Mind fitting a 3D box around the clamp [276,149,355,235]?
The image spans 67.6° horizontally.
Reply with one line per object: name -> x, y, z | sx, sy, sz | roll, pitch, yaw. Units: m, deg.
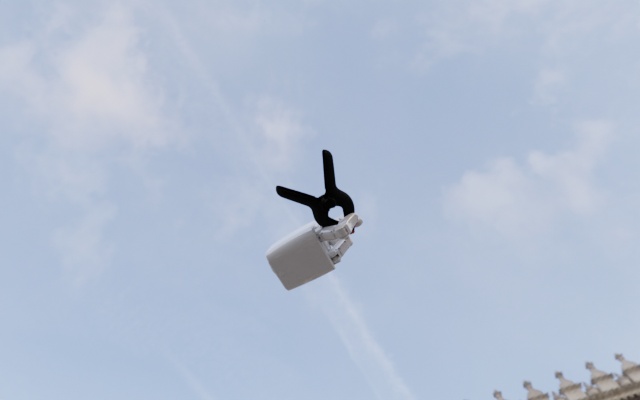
clamp -> 0.000, 0.003, 0.885 | 0.120, 0.171, 0.039 | -27, 21, 6
